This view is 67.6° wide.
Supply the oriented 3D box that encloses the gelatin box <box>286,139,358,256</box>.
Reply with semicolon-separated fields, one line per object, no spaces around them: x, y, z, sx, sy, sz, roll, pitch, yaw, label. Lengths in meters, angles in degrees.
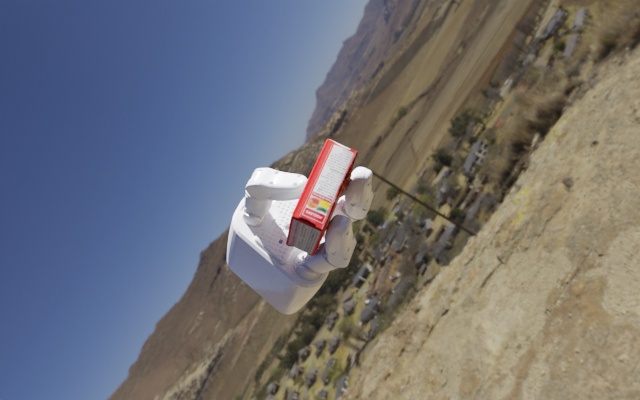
0.000;0.001;0.405;0.030;0.073;0.089;24;-21;3;gelatin box
